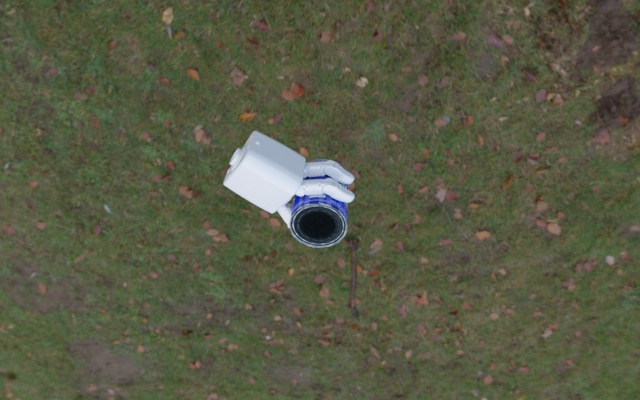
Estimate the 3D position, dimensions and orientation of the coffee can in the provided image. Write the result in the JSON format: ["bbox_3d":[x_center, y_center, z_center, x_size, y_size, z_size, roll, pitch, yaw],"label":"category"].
[{"bbox_3d":[0.000,0.003,0.889,0.103,0.103,0.140,0,38,4],"label":"coffee can"}]
